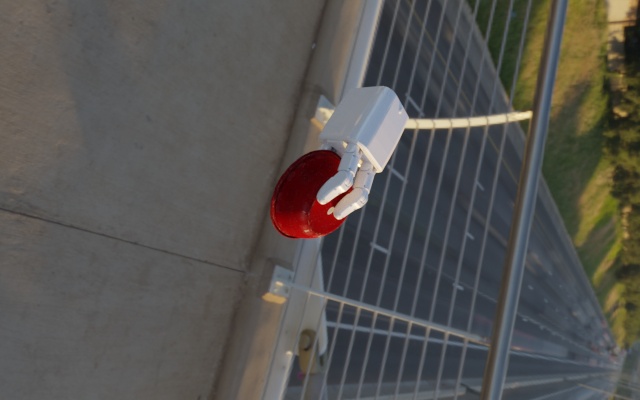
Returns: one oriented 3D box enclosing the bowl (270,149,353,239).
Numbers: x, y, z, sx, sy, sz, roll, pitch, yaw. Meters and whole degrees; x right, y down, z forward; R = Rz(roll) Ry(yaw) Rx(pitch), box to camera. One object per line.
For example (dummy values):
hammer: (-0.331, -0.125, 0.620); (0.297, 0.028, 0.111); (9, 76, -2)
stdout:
bowl: (0.000, 0.004, 0.768); (0.162, 0.162, 0.055); (0, 26, -44)
